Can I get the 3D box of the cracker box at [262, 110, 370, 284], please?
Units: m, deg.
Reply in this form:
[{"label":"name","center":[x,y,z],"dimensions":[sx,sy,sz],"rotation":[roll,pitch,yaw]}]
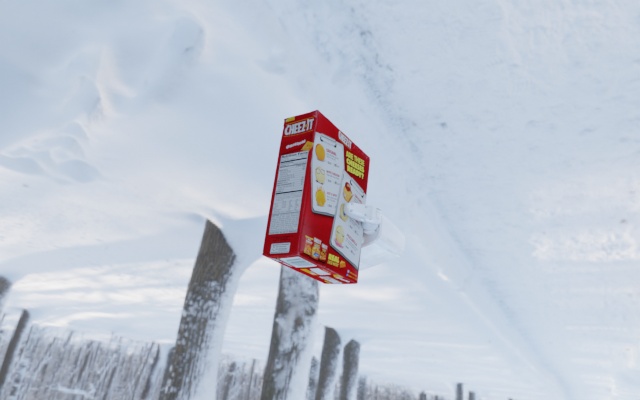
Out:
[{"label":"cracker box","center":[0.000,0.002,0.709],"dimensions":[0.072,0.213,0.164],"rotation":[-7,-24,32]}]
